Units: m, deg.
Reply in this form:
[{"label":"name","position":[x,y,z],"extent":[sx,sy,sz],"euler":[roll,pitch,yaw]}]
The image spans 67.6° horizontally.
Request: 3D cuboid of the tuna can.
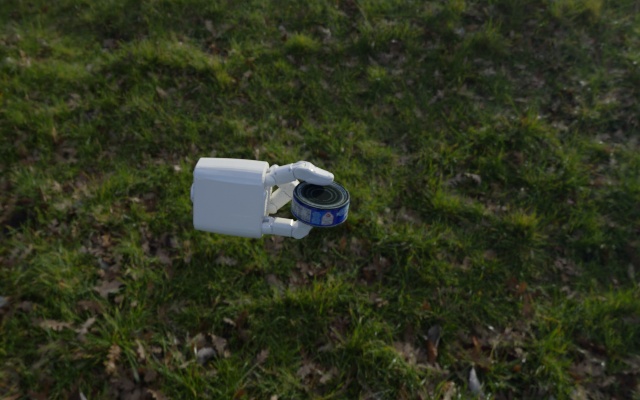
[{"label":"tuna can","position":[0.000,0.002,0.707],"extent":[0.086,0.034,0.086],"euler":[6,32,-4]}]
